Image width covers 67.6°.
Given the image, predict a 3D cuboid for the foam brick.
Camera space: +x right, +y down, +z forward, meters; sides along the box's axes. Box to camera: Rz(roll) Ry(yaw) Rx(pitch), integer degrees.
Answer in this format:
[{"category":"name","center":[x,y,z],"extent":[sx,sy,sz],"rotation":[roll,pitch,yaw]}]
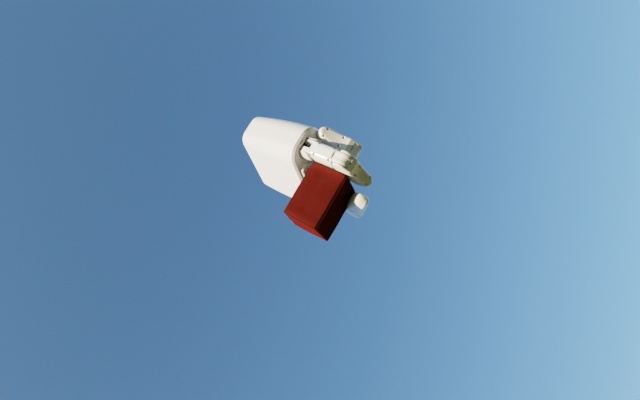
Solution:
[{"category":"foam brick","center":[0.000,0.002,0.601],"extent":[0.051,0.078,0.053],"rotation":[25,-13,24]}]
